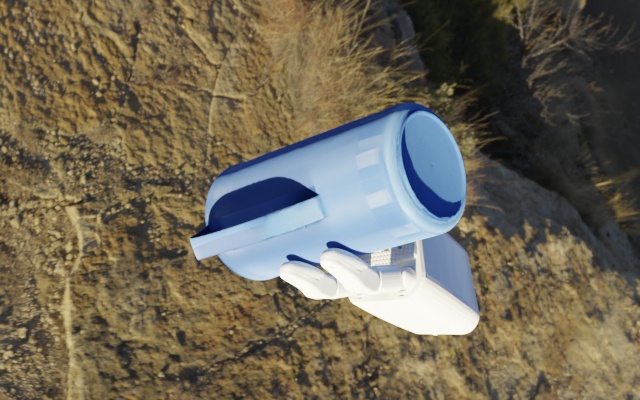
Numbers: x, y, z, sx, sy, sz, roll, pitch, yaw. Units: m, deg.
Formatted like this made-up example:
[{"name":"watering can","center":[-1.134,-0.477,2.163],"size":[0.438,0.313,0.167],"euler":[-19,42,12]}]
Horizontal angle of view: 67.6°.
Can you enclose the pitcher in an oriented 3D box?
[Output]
[{"name":"pitcher","center":[0.000,0.002,0.447],"size":[0.145,0.149,0.243],"euler":[34,-34,-32]}]
